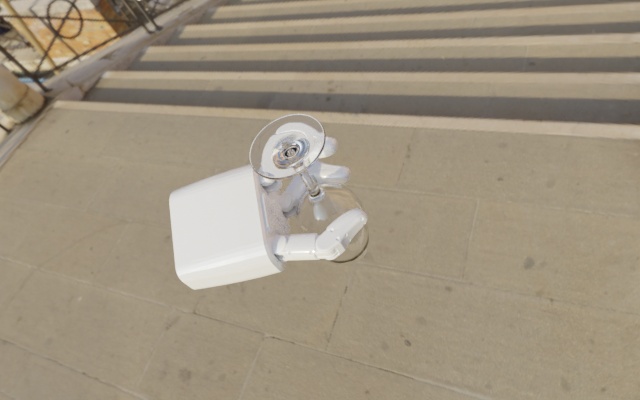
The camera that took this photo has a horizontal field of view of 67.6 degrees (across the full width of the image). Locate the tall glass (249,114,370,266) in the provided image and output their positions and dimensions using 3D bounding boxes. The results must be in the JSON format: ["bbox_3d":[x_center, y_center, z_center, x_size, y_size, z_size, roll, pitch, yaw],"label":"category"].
[{"bbox_3d":[0.000,0.001,0.510,0.079,0.079,0.201,0,-31,22],"label":"tall glass"}]
